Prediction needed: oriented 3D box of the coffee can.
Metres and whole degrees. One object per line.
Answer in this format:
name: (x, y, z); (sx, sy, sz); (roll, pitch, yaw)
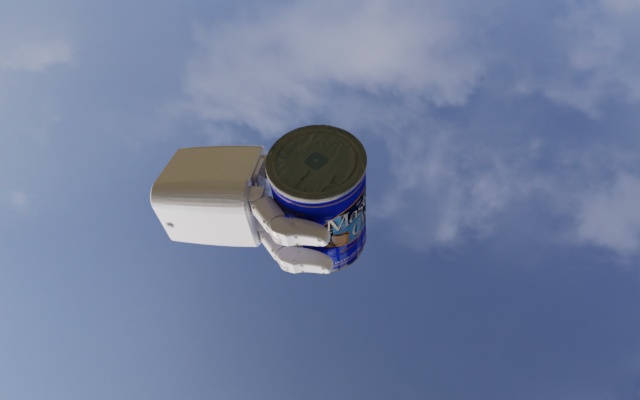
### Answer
coffee can: (0.000, 0.002, 0.532); (0.103, 0.102, 0.140); (0, -38, 5)
